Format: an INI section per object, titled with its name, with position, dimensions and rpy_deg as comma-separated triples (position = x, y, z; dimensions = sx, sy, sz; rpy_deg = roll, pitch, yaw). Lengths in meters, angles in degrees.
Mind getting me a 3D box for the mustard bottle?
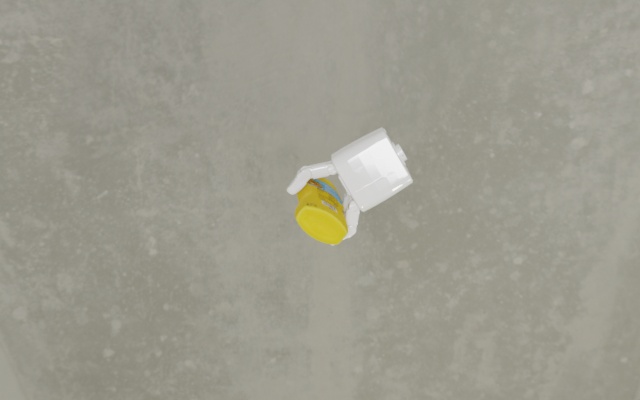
[mustard bottle]
position = 0.000, 0.003, 0.893
dimensions = 0.096, 0.058, 0.191
rpy_deg = 31, 21, -15
